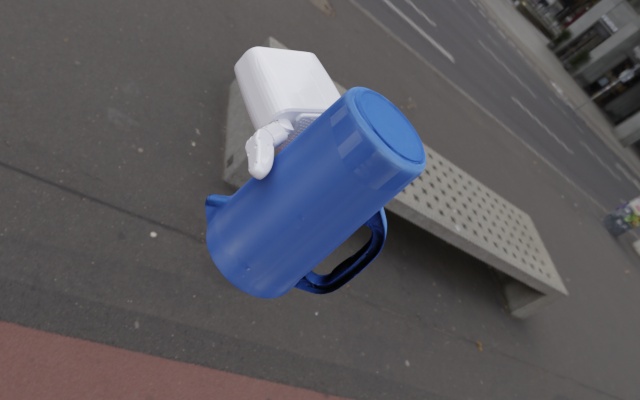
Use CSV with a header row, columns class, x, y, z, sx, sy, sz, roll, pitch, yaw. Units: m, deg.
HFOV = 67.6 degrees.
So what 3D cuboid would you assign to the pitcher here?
class,x,y,z,sx,sy,sz,roll,pitch,yaw
pitcher,0.000,0.002,0.523,0.149,0.145,0.243,7,-39,-47
